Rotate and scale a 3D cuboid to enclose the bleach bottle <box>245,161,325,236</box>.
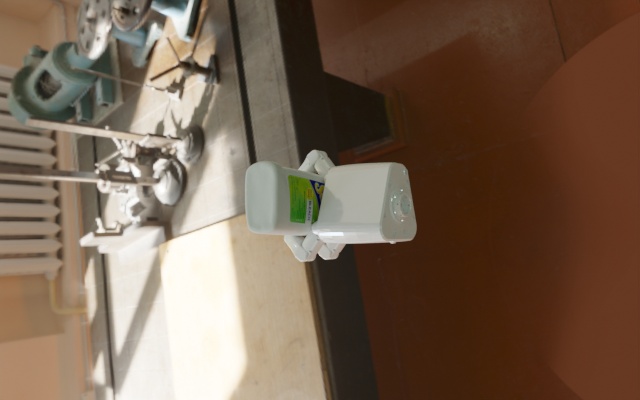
[{"bbox_3d":[0.000,0.003,0.735,0.068,0.102,0.251,-4,-5,41],"label":"bleach bottle"}]
